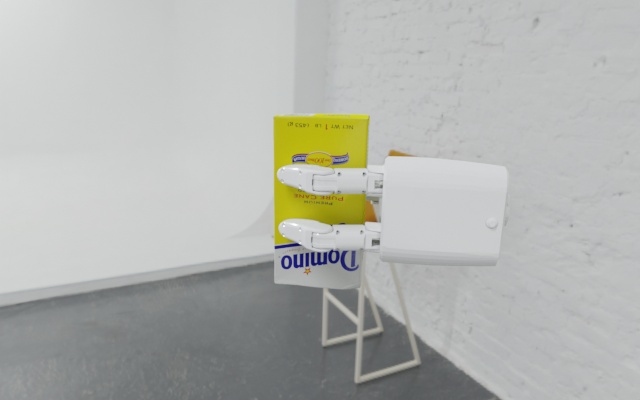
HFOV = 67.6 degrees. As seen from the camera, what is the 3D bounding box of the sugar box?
[{"bbox_3d":[0.000,0.002,0.486,0.093,0.176,0.048,2,14,7],"label":"sugar box"}]
